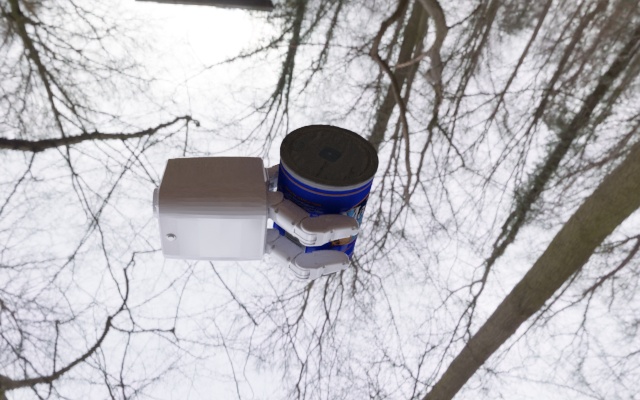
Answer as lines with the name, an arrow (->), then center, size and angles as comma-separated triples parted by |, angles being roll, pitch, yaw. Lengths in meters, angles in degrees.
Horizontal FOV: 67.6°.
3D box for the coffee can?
coffee can -> 0.000, 0.002, 0.532 | 0.103, 0.140, 0.102 | 6, 43, -5
